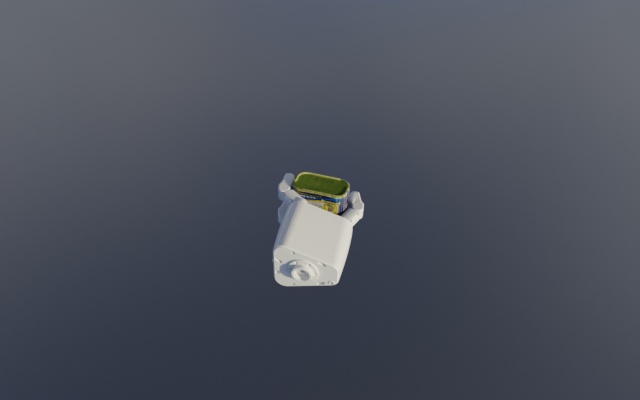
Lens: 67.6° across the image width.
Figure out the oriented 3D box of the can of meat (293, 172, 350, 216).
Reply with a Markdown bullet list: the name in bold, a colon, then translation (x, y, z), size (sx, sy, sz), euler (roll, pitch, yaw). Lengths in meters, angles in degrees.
- **can of meat**: translation (0.000, 0.002, 0.844), size (0.102, 0.084, 0.057), euler (11, 41, 11)
